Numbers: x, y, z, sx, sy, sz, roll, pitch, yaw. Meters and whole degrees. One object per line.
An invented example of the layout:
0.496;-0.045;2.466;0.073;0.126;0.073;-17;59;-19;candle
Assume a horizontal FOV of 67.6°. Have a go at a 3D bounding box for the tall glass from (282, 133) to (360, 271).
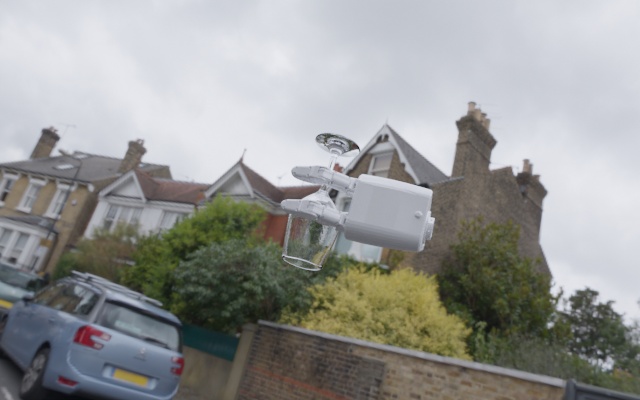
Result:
0.000;0.002;0.725;0.079;0.201;0.079;16;-18;5;tall glass
